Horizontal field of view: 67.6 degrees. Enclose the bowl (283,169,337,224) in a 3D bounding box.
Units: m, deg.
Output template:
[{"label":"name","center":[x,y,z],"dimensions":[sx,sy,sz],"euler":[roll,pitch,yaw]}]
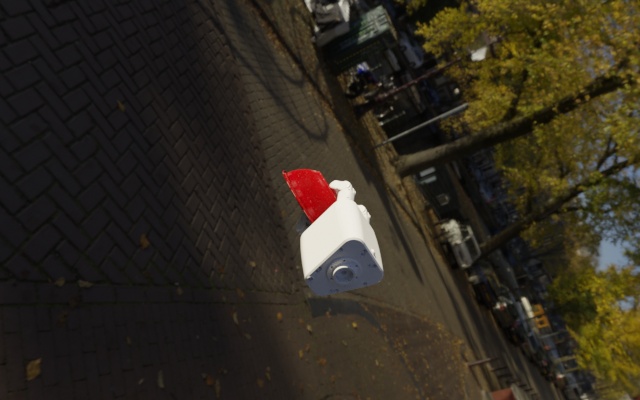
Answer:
[{"label":"bowl","center":[0.000,0.002,0.829],"dimensions":[0.055,0.162,0.162],"euler":[-33,-2,3]}]
